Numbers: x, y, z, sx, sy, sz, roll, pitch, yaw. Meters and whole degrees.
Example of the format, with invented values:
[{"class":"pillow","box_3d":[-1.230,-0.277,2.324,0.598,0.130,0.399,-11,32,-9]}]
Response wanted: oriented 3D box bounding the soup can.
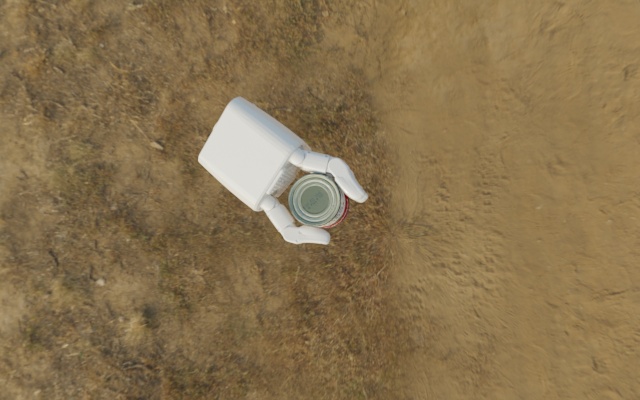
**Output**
[{"class":"soup can","box_3d":[0.000,0.002,0.629,0.068,0.068,0.102,0,-4,9]}]
